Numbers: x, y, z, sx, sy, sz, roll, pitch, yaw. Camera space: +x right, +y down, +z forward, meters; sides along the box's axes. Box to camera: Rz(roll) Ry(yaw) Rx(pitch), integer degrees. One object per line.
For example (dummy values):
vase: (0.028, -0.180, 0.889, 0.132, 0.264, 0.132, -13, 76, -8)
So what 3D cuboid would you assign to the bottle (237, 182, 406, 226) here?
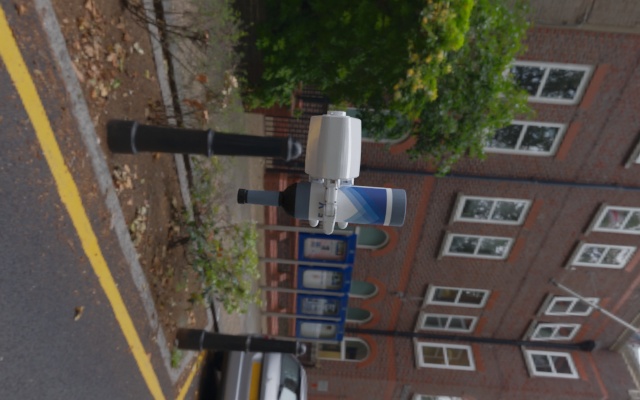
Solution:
bottle: (0.000, 0.003, 0.853, 0.296, 0.069, 0.069, 4, 0, 0)
